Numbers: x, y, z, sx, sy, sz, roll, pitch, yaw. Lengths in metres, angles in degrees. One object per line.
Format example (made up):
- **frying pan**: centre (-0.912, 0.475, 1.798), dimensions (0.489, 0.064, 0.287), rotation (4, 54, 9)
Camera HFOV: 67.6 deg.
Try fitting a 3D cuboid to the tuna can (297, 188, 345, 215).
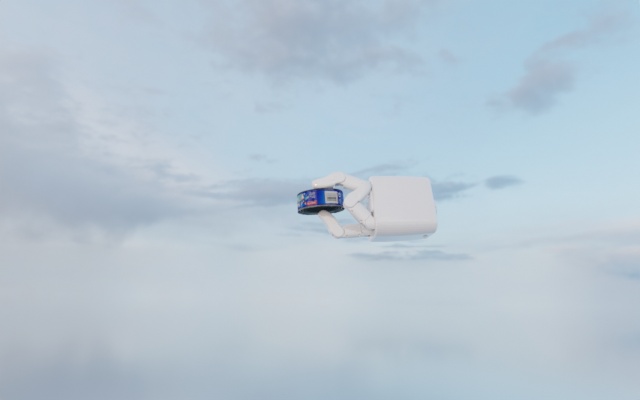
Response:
- **tuna can**: centre (0.000, 0.002, 0.862), dimensions (0.086, 0.033, 0.086), rotation (-4, -11, -1)
